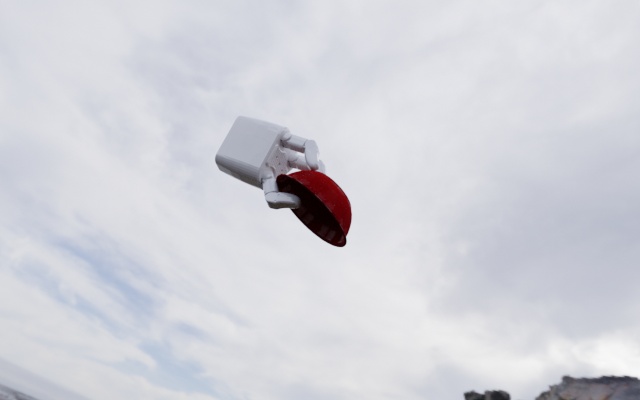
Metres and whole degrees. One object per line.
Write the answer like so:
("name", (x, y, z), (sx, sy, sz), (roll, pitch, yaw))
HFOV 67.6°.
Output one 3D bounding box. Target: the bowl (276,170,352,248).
("bowl", (0.001, 0.003, 0.802), (0.055, 0.162, 0.162), (-43, 17, -19))
